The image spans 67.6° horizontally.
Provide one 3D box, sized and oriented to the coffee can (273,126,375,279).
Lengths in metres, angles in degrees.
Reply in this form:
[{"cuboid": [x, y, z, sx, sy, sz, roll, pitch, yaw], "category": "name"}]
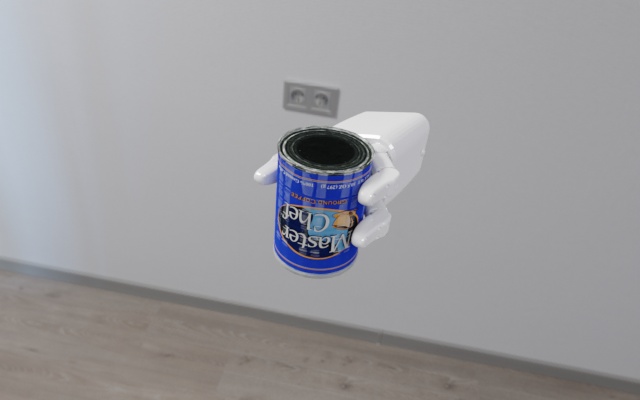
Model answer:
[{"cuboid": [0.000, 0.002, 0.536, 0.103, 0.140, 0.102, 4, 35, -3], "category": "coffee can"}]
